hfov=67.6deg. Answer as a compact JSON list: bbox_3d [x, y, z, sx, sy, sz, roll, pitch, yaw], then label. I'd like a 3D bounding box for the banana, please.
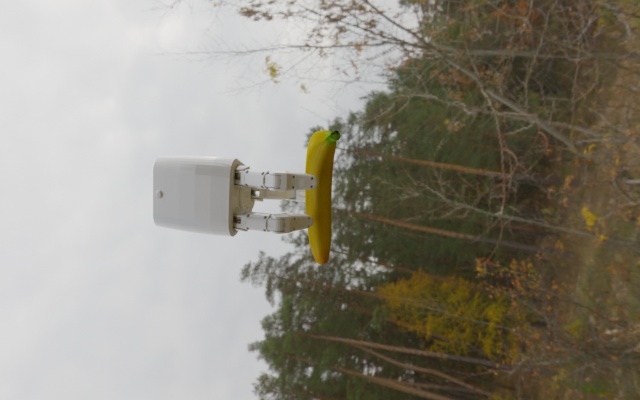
[{"bbox_3d":[-0.001,-0.011,0.615,0.037,0.198,0.069,0,33,-5],"label":"banana"}]
